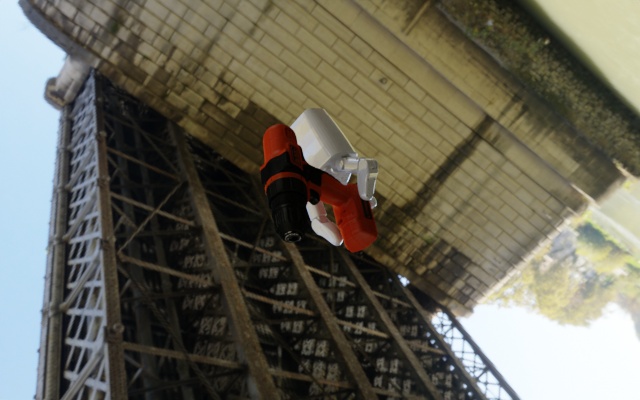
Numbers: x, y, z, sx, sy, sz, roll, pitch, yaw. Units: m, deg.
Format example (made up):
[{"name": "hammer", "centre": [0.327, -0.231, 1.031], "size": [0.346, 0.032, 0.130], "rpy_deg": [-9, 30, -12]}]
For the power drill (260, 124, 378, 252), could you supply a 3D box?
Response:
[{"name": "power drill", "centre": [0.000, 0.002, 0.645], "size": [0.057, 0.184, 0.188], "rpy_deg": [-32, -44, 26]}]
